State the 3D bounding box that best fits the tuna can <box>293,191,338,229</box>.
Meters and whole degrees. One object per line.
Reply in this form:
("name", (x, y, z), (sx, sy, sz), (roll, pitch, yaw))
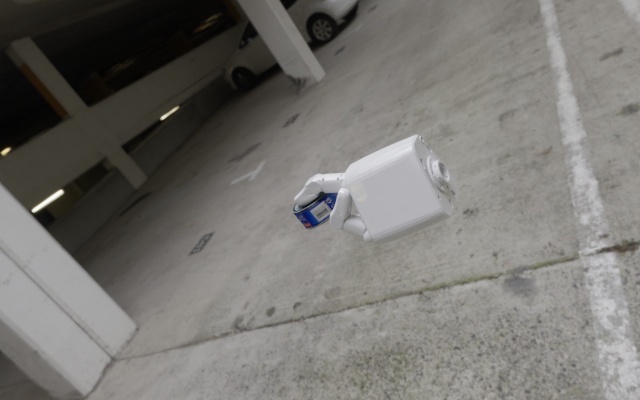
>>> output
("tuna can", (0.000, 0.002, 0.717), (0.086, 0.034, 0.086), (-36, 16, 12))
